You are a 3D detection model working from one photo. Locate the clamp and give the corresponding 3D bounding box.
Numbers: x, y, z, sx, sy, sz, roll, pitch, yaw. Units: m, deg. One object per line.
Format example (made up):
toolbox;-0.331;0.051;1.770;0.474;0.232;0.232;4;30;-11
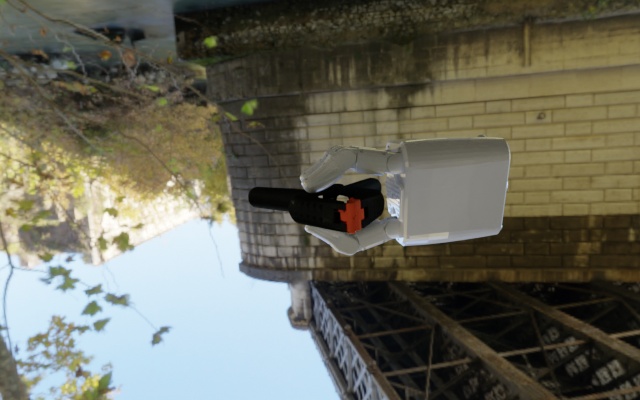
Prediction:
clamp;0.000;0.003;0.503;0.164;0.036;0.210;-5;8;-3
